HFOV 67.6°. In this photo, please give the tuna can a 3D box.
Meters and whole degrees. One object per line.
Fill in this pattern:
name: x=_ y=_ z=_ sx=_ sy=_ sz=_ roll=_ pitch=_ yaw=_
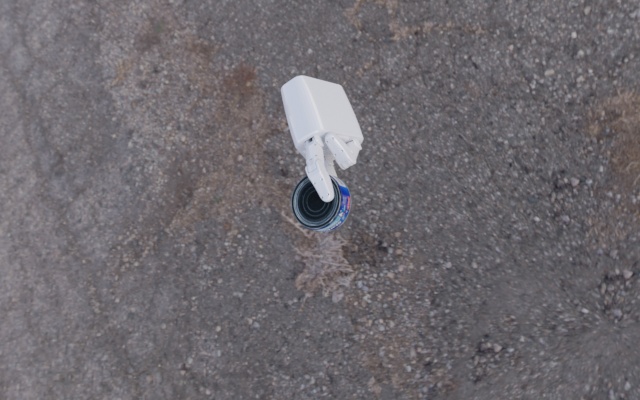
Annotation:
tuna can: x=0.000 y=0.002 z=0.700 sx=0.086 sy=0.086 sz=0.034 roll=0 pitch=-8 yaw=29
